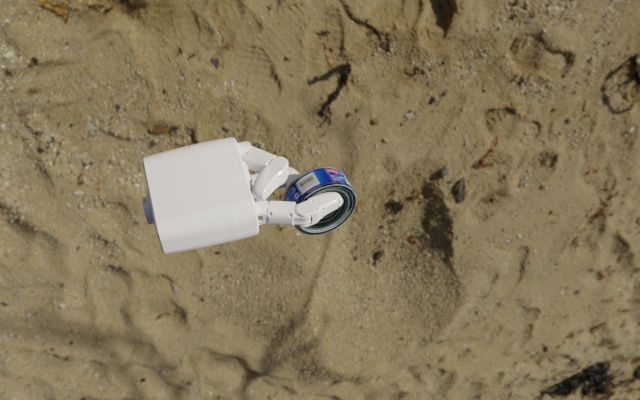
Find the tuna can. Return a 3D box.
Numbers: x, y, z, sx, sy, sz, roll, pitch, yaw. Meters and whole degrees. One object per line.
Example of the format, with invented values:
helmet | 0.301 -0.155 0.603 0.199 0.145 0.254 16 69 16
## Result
tuna can | 0.000 0.002 0.584 0.086 0.086 0.033 0 41 -31
